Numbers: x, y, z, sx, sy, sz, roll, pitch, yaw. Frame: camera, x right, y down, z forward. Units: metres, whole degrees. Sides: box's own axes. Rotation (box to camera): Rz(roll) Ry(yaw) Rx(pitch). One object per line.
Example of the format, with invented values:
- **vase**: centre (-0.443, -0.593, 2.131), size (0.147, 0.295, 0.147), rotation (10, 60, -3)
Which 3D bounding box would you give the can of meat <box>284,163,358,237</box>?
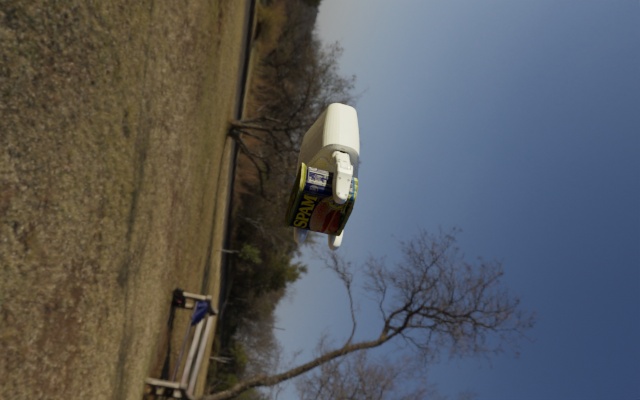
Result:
- **can of meat**: centre (0.000, 0.002, 0.696), size (0.084, 0.057, 0.102), rotation (13, -45, -10)
